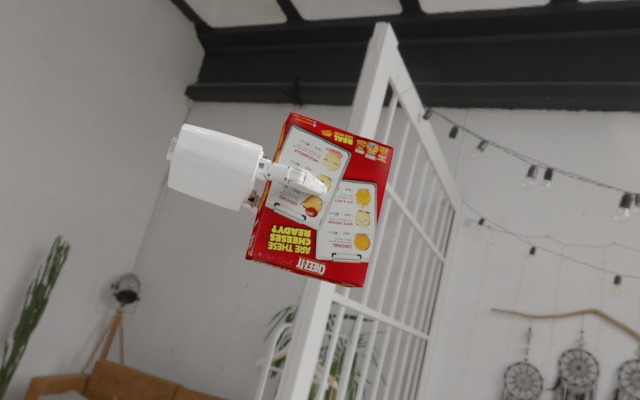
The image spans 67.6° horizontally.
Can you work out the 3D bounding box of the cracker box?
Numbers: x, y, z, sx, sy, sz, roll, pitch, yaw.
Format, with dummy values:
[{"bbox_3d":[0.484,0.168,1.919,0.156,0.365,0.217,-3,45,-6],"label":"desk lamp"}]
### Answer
[{"bbox_3d":[0.000,0.002,0.688,0.164,0.213,0.072,17,-15,-11],"label":"cracker box"}]
